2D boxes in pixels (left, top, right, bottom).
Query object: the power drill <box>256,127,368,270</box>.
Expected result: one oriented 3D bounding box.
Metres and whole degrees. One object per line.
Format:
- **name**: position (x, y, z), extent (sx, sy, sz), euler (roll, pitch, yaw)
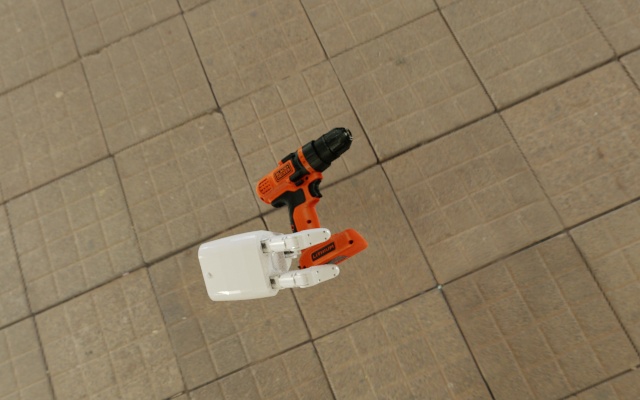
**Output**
- **power drill**: position (0.000, 0.003, 0.729), extent (0.184, 0.187, 0.057), euler (-34, -25, 25)
